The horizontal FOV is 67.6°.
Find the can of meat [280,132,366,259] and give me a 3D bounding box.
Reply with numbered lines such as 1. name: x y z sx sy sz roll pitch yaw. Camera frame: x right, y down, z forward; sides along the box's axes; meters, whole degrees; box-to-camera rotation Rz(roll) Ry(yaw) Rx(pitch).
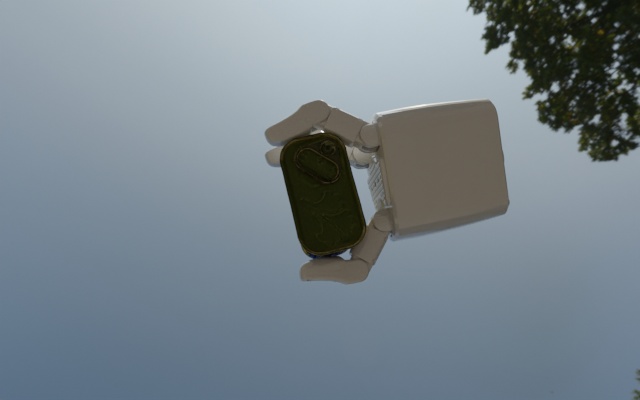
1. can of meat: 0.000 0.002 0.434 0.057 0.102 0.084 -13 -11 -5
